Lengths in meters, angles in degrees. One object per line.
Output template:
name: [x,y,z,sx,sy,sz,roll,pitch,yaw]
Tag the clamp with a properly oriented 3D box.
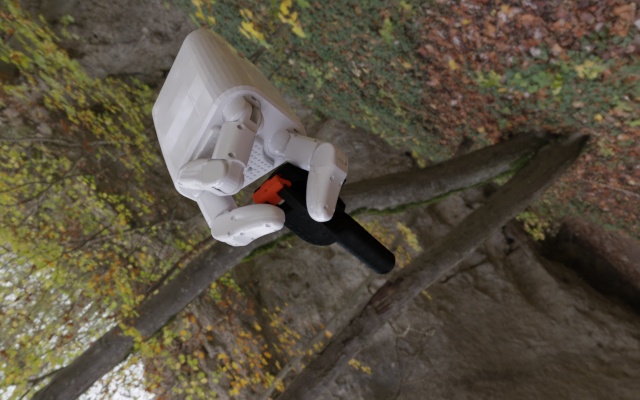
clamp: [0.000,0.002,0.432,0.171,0.039,0.120,31,20,-50]
